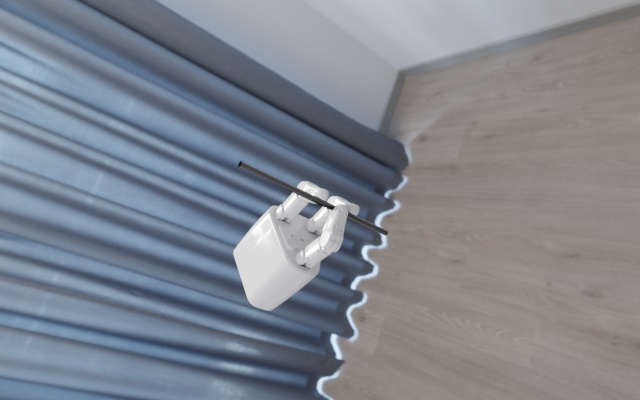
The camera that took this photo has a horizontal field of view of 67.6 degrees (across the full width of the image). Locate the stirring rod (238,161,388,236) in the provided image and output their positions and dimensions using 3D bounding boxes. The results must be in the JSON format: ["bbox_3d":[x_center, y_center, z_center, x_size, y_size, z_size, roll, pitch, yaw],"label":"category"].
[{"bbox_3d":[0.000,0.002,0.612,0.239,0.011,0.011,25,-14,-31],"label":"stirring rod"}]
